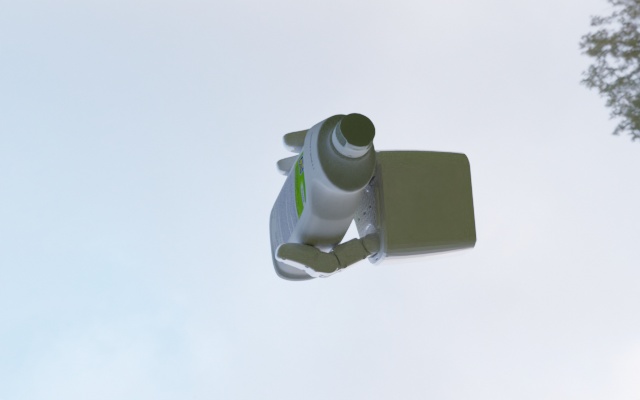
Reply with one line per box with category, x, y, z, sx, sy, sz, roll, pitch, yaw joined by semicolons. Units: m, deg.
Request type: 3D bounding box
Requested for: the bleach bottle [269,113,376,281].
bleach bottle;0.000;0.001;0.463;0.068;0.102;0.251;-3;-21;-16
